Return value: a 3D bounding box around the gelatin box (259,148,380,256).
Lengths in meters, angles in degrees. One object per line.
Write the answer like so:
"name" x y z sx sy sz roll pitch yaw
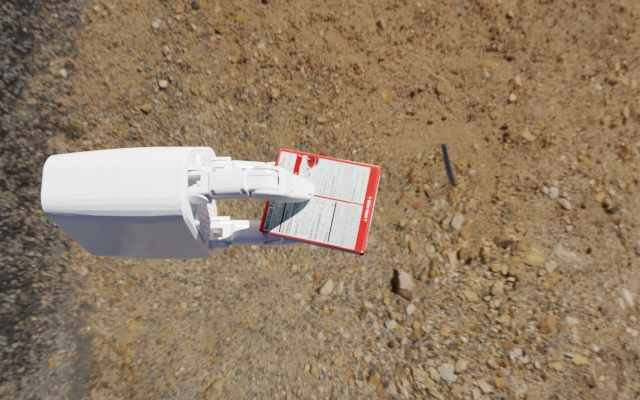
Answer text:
"gelatin box" 0.000 0.001 0.400 0.089 0.073 0.030 11 -9 7
